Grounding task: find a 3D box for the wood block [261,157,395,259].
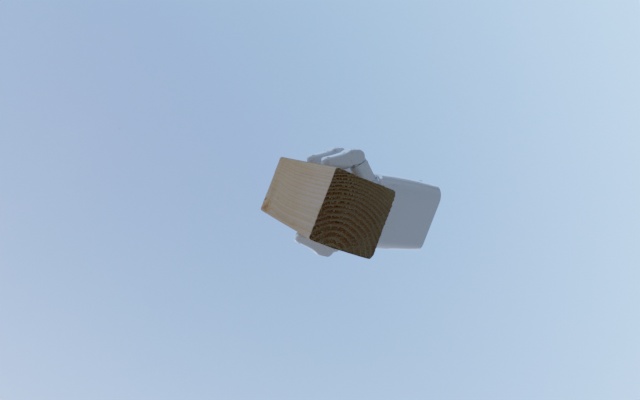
[{"bbox_3d":[0.000,0.003,0.650,0.090,0.091,0.206,20,0,-24],"label":"wood block"}]
